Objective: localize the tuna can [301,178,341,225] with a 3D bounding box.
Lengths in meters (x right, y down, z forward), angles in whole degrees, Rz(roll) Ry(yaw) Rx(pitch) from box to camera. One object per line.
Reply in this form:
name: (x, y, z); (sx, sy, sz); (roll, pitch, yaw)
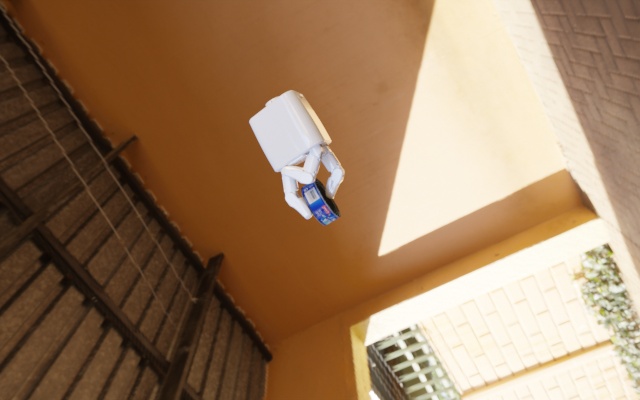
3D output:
tuna can: (0.000, 0.003, 0.886); (0.034, 0.086, 0.086); (-33, -7, 11)
